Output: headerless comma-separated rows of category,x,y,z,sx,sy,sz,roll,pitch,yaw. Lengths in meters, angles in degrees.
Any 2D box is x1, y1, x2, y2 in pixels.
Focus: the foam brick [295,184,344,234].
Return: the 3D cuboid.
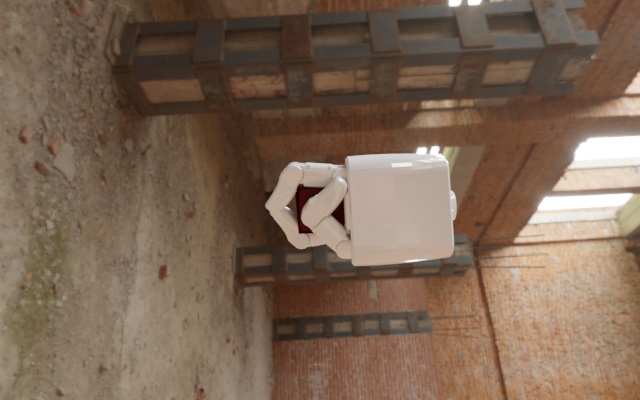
foam brick,0.000,0.002,0.549,0.051,0.053,0.078,-4,16,1
